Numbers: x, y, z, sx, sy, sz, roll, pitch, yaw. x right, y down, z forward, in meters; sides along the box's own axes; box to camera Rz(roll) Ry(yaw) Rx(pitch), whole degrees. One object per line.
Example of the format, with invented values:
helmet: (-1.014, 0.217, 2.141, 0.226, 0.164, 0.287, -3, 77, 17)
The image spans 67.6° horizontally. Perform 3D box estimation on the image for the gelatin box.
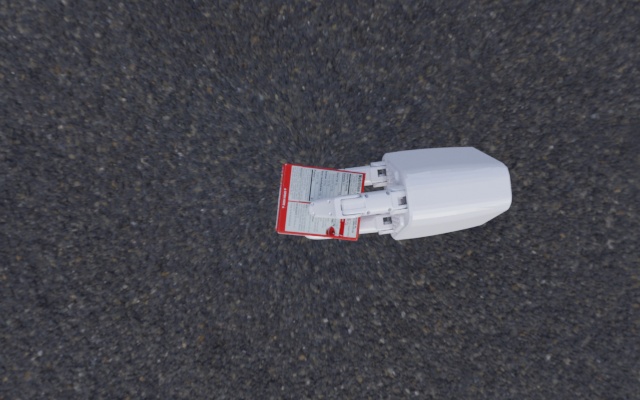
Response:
gelatin box: (0.000, 0.002, 0.510, 0.089, 0.073, 0.030, 6, 1, -9)
